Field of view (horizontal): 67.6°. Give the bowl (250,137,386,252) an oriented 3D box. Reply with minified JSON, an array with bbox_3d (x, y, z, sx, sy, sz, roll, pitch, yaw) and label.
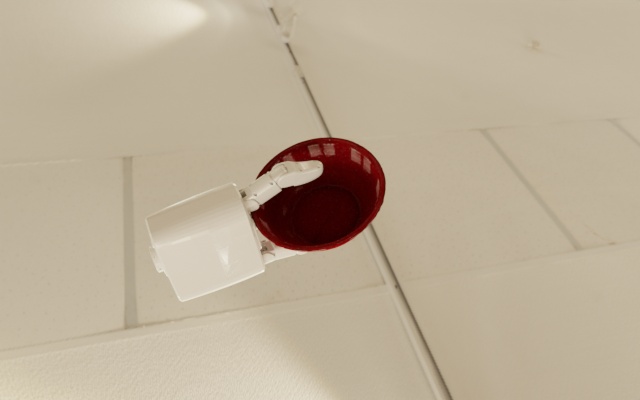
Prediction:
[{"bbox_3d":[0.001,0.002,0.573,0.162,0.162,0.055,0,-34,15],"label":"bowl"}]
